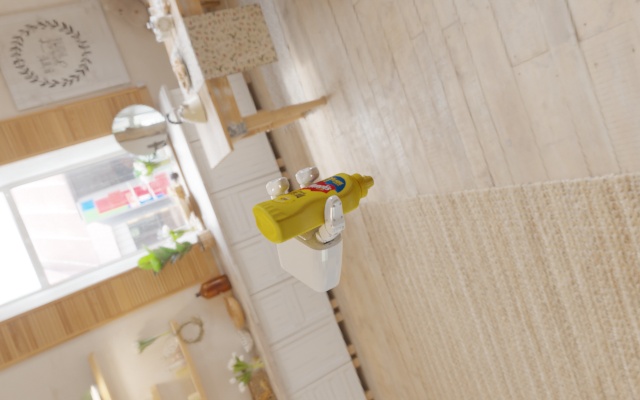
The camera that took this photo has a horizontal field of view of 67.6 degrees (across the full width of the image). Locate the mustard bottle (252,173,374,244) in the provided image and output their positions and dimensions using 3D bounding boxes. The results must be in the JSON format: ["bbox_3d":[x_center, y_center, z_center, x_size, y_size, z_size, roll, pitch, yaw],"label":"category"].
[{"bbox_3d":[0.000,0.002,0.724,0.191,0.058,0.096,-22,19,-24],"label":"mustard bottle"}]
